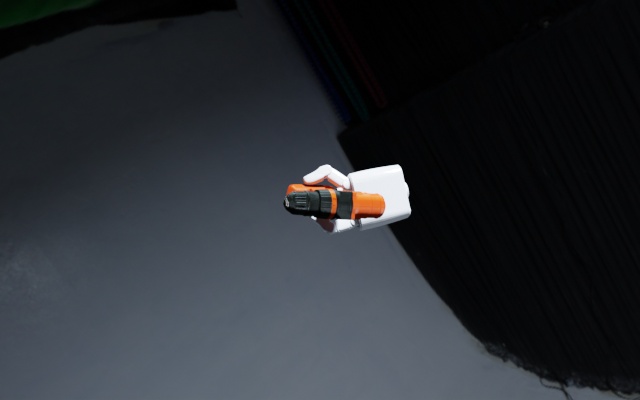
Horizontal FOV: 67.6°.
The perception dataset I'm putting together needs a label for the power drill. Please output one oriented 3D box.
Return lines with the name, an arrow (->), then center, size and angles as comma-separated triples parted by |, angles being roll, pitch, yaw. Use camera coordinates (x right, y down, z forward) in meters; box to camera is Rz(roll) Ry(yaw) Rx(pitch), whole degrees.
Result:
power drill -> 0.000, 0.003, 0.876 | 0.184, 0.057, 0.187 | 4, 4, -23
